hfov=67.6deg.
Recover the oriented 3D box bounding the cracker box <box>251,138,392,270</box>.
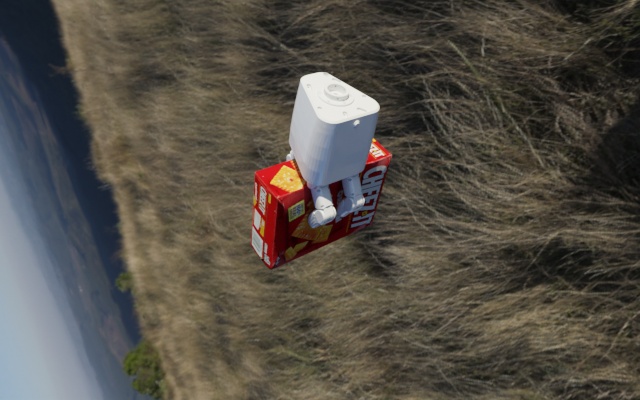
[{"bbox_3d":[0.000,0.002,0.756,0.213,0.164,0.072,-21,52,-29],"label":"cracker box"}]
